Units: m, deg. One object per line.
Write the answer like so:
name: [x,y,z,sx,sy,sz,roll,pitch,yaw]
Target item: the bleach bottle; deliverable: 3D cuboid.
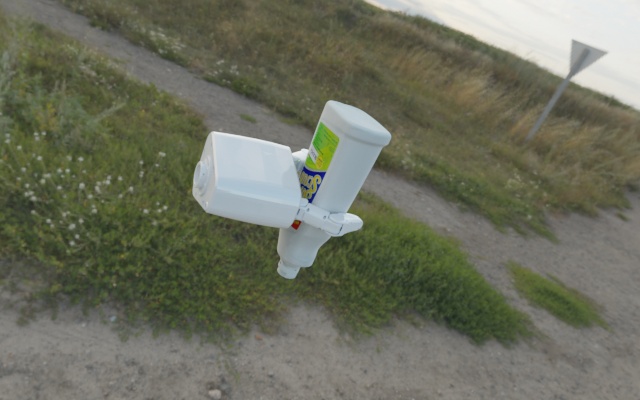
bleach bottle: [0.000,0.002,0.635,0.068,0.251,0.102,11,26,-29]
